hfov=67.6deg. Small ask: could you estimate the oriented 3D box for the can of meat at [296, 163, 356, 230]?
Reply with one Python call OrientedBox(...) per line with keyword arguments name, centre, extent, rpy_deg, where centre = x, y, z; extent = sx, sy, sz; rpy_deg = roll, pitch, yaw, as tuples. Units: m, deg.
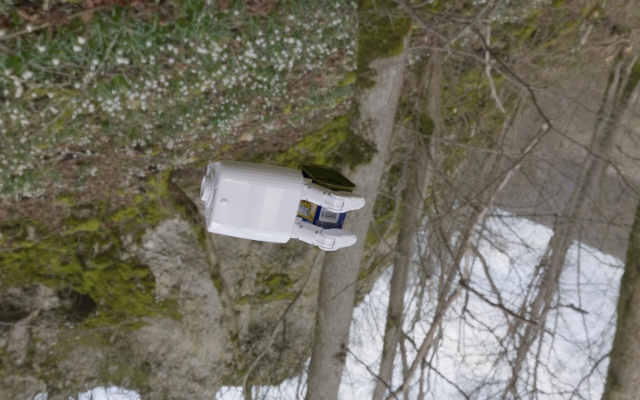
OrientedBox(name="can of meat", centre=(0.000, 0.002, 0.675), extent=(0.057, 0.084, 0.102), rpy_deg=(8, 17, -24))
